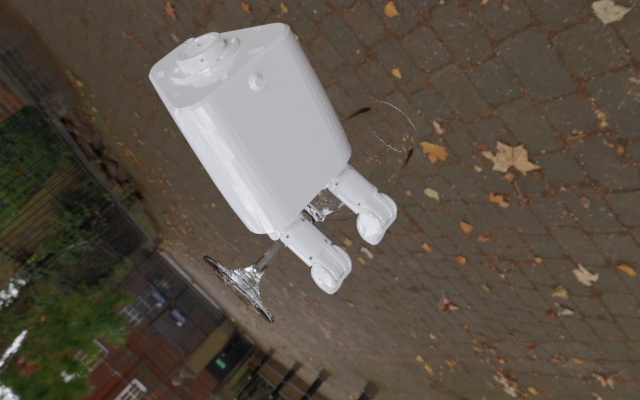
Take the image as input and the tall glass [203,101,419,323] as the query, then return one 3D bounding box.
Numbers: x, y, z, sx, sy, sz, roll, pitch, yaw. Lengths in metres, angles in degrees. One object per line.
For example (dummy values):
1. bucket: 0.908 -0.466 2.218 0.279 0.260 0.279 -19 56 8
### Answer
1. tall glass: 0.000 0.002 0.402 0.201 0.079 0.079 -47 20 -20
